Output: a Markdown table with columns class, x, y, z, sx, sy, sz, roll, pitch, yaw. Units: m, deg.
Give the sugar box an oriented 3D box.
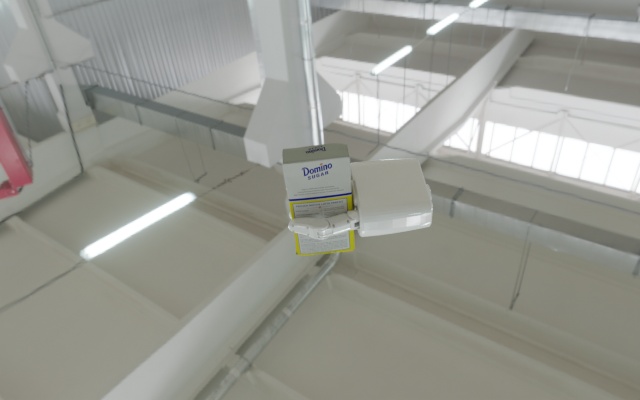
| class | x | y | z | sx | sy | sz | roll | pitch | yaw |
| --- | --- | --- | --- | --- | --- | --- | --- | --- | --- |
| sugar box | 0.000 | 0.002 | 0.703 | 0.093 | 0.176 | 0.048 | -6 | 36 | -1 |
